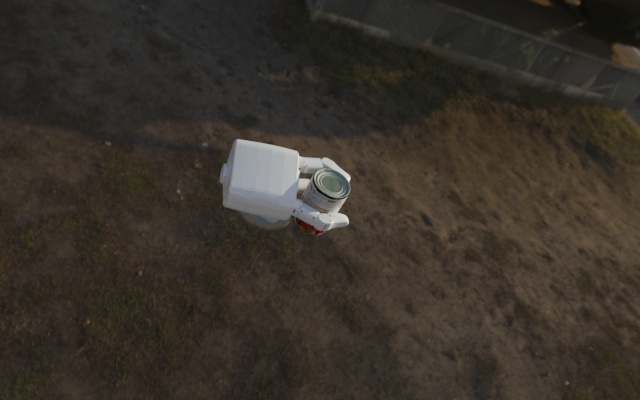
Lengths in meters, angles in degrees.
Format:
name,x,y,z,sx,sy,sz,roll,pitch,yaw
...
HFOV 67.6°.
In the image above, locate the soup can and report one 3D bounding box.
name,x,y,z,sx,sy,sz,roll,pitch,yaw
soup can,0.001,0.003,0.806,0.068,0.068,0.102,0,-39,-28
